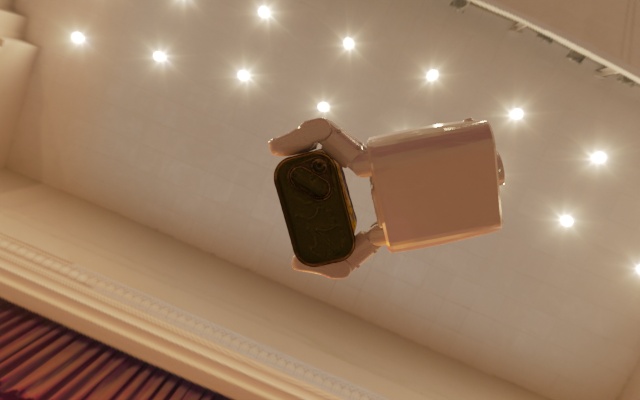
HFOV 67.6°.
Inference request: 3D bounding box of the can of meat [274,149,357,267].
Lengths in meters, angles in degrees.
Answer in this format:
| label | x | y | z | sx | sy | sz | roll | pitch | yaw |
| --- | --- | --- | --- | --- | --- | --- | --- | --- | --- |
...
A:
| label | x | y | z | sx | sy | sz | roll | pitch | yaw |
| --- | --- | --- | --- | --- | --- | --- | --- | --- | --- |
| can of meat | 0.000 | 0.002 | 0.459 | 0.057 | 0.102 | 0.084 | -14 | 8 | 10 |
